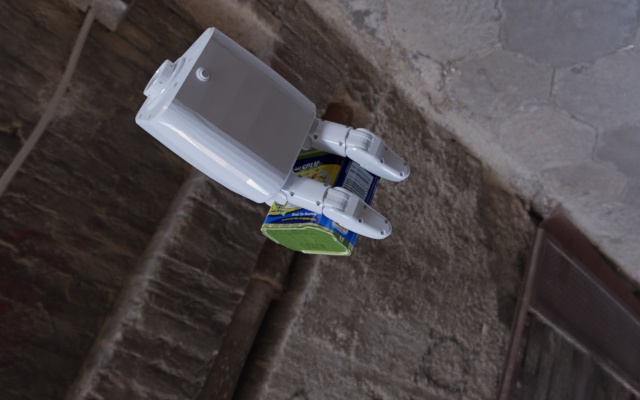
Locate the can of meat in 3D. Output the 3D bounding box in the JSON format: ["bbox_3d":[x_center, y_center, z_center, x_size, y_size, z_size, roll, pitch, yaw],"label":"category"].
[{"bbox_3d":[0.000,0.002,0.442,0.057,0.084,0.102,37,-26,-32],"label":"can of meat"}]
